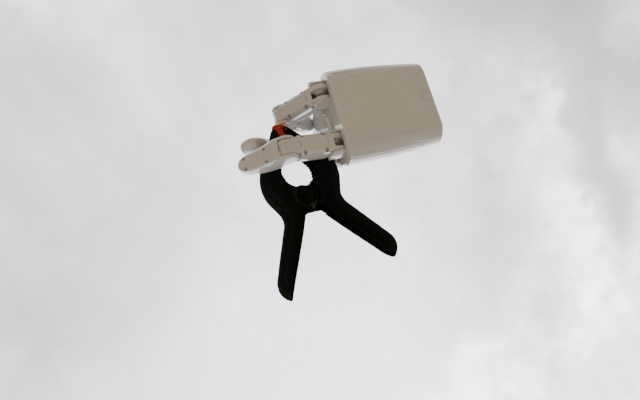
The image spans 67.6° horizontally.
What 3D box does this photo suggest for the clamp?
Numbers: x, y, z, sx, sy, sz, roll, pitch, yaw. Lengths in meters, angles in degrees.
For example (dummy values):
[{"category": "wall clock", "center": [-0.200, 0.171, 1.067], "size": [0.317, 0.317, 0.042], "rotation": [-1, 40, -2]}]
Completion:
[{"category": "clamp", "center": [0.000, 0.002, 0.468], "size": [0.120, 0.171, 0.039], "rotation": [-12, -14, -15]}]
